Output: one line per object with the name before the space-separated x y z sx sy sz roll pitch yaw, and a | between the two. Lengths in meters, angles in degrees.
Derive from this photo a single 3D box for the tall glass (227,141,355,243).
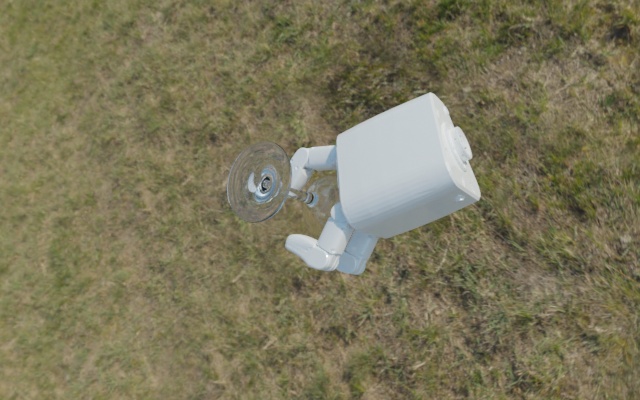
tall glass | 0.000 0.002 0.501 0.079 0.079 0.201 0 -11 34
